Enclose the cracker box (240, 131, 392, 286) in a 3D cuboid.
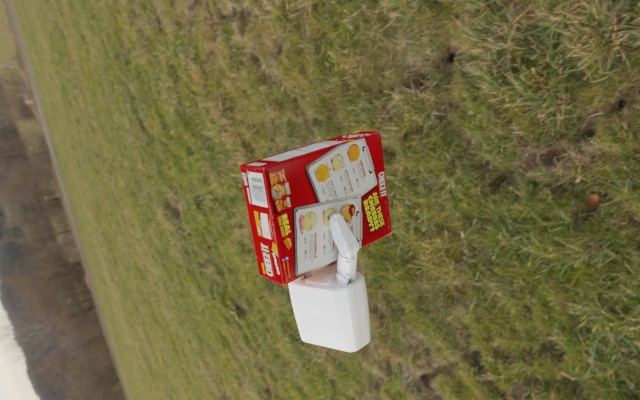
[{"bbox_3d":[0.000,0.002,0.687,0.213,0.164,0.072,-21,21,-36],"label":"cracker box"}]
